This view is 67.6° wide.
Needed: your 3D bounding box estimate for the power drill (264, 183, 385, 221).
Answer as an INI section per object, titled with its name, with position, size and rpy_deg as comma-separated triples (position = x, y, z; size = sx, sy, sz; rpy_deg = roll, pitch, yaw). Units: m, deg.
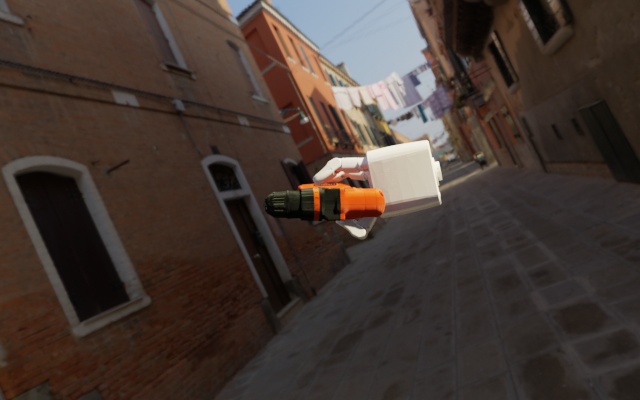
[power drill]
position = 0.000, 0.003, 0.795
size = 0.184, 0.057, 0.187
rpy_deg = 1, 5, -5
